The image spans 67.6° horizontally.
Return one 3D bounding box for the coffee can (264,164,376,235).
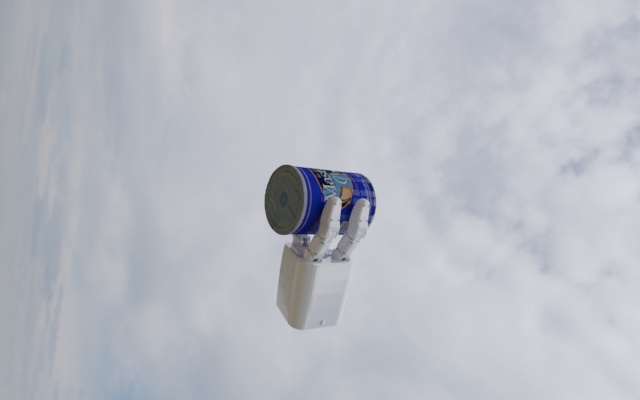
[{"bbox_3d":[0.000,0.002,0.731,0.140,0.103,0.103,4,-2,-38],"label":"coffee can"}]
